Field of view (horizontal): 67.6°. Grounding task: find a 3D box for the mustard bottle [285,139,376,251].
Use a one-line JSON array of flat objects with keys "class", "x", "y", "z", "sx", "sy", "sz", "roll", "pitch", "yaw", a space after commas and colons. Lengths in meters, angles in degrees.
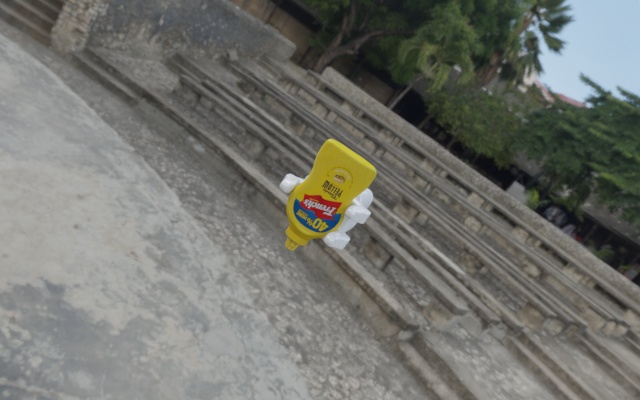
[{"class": "mustard bottle", "x": 0.000, "y": 0.002, "z": 0.778, "sx": 0.096, "sy": 0.192, "sz": 0.058, "roll": 32, "pitch": 14, "yaw": -9}]
